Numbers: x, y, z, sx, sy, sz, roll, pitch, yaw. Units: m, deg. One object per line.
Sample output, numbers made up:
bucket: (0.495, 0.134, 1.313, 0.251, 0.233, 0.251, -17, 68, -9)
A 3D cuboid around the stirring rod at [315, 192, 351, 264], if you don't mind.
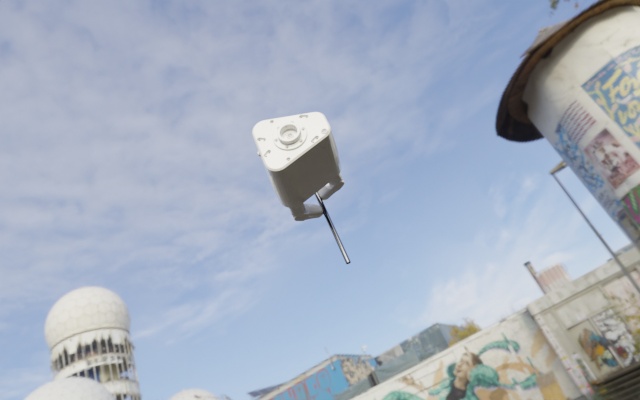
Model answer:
stirring rod: (0.000, 0.003, 0.807, 0.011, 0.239, 0.011, -18, -30, -11)
